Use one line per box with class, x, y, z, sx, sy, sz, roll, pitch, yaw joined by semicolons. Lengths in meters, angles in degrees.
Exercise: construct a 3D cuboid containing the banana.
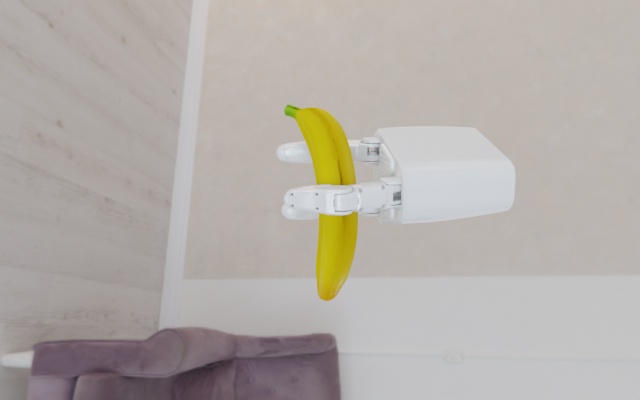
banana;0.008;-0.005;0.449;0.037;0.198;0.069;-5;-8;-28
